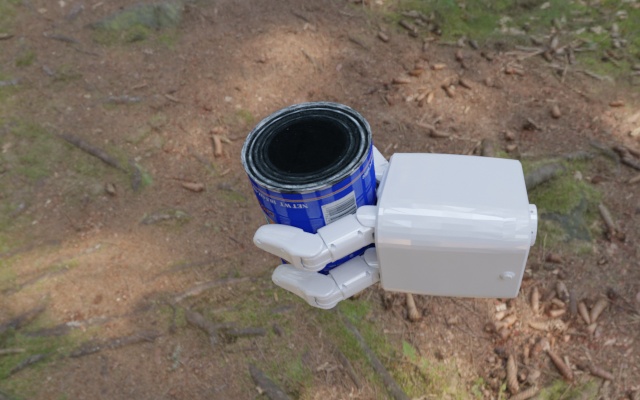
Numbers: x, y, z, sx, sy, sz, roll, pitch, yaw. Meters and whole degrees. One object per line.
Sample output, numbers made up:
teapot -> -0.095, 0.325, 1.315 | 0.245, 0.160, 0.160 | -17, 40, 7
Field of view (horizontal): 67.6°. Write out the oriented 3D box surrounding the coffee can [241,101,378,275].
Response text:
coffee can -> 0.000, 0.001, 0.417 | 0.103, 0.102, 0.140 | 0, -41, 13
